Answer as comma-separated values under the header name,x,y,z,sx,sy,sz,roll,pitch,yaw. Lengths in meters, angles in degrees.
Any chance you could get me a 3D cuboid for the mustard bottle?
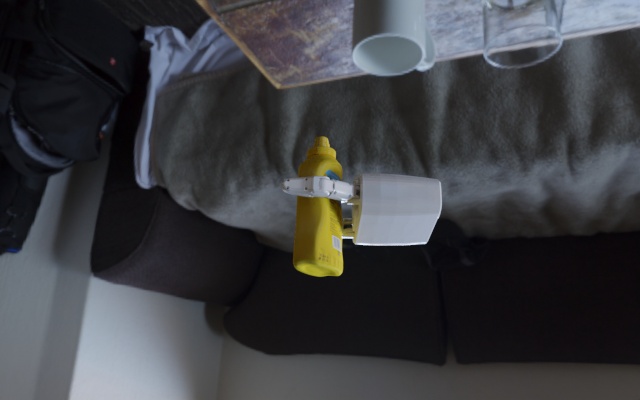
name,x,y,z,sx,sy,sz,roll,pitch,yaw
mustard bottle,0.000,0.002,0.651,0.058,0.191,0.096,-6,-20,22
